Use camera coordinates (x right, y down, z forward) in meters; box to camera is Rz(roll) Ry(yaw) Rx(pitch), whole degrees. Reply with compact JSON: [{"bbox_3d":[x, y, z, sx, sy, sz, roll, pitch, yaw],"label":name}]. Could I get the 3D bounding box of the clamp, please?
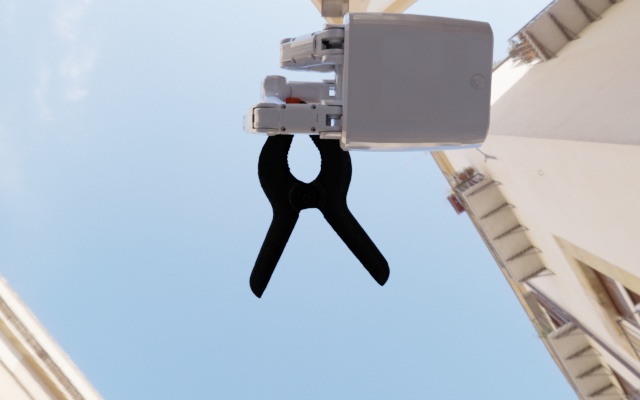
[{"bbox_3d":[0.000,0.001,0.402,0.120,0.171,0.039,1,10,-2],"label":"clamp"}]
